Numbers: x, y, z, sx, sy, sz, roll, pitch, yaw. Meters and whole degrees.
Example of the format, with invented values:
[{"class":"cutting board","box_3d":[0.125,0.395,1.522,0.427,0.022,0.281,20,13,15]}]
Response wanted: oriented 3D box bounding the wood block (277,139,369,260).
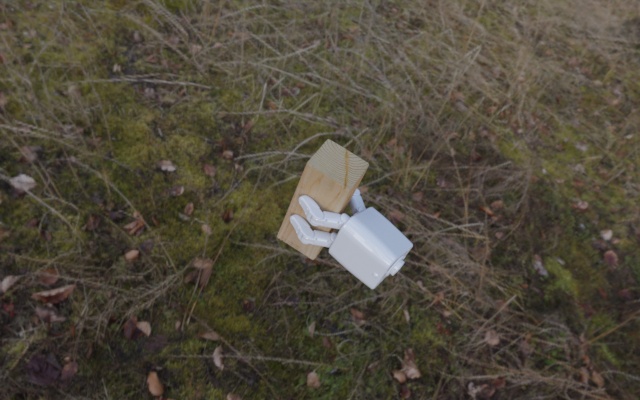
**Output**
[{"class":"wood block","box_3d":[0.001,0.003,0.892,0.090,0.206,0.090,32,44,6]}]
